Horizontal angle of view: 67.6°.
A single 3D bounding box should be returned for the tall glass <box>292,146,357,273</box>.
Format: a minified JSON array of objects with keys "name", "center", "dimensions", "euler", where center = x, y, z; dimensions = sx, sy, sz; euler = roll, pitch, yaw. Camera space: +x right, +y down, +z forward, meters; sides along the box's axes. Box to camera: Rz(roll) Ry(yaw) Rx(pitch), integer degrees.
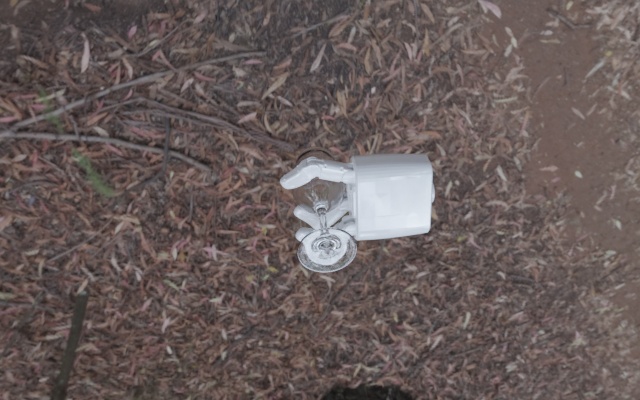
[{"name":"tall glass","center":[0.000,0.003,0.663],"dimensions":[0.079,0.079,0.201],"euler":[0,37,-7]}]
